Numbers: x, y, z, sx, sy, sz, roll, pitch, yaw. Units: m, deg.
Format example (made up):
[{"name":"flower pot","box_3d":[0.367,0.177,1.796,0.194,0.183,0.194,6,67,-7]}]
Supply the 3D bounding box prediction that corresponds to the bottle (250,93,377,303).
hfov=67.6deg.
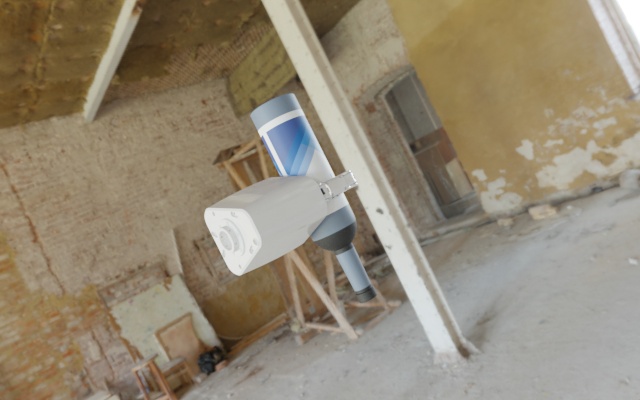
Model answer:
[{"name":"bottle","box_3d":[0.000,0.002,0.650,0.069,0.295,0.069,-26,1,0]}]
